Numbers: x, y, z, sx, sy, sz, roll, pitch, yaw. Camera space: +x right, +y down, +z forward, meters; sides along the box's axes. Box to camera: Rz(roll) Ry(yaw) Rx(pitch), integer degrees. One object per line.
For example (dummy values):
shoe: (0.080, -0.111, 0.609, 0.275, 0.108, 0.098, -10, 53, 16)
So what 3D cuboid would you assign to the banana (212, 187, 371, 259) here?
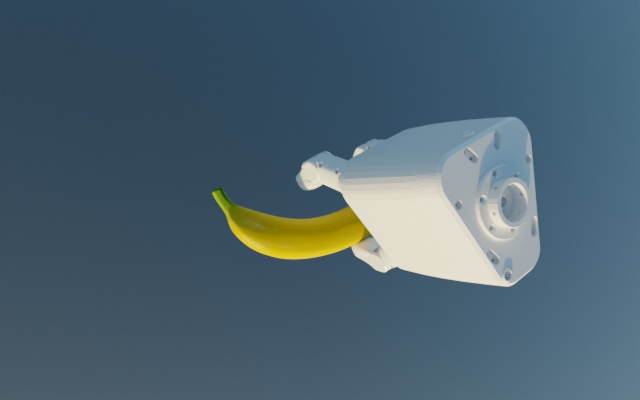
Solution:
banana: (-0.002, 0.020, 0.461, 0.198, 0.069, 0.037, -1, -2, -28)
